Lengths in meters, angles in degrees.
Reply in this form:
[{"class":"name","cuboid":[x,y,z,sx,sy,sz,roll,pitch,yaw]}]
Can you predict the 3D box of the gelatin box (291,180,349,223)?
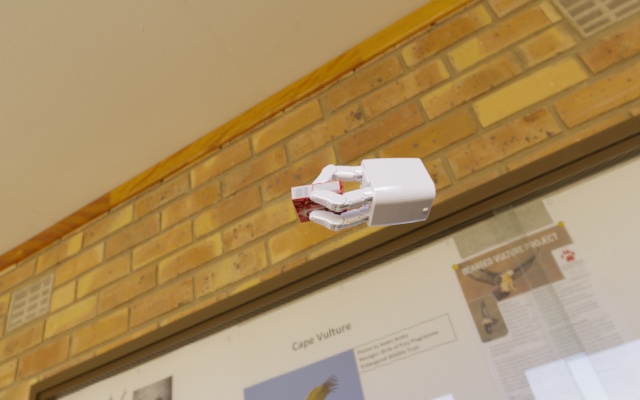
[{"class":"gelatin box","cuboid":[0.000,0.002,0.828,0.089,0.030,0.073,-9,-36,7]}]
